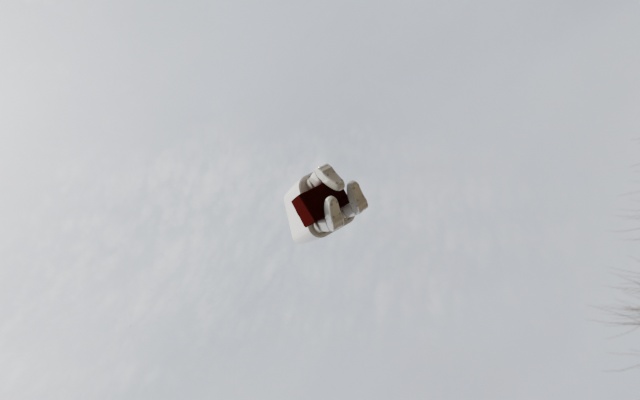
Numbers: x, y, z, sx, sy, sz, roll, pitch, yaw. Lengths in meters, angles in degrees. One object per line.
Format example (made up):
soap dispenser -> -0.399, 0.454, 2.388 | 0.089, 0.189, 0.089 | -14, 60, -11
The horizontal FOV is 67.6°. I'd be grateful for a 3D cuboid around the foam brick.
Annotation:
foam brick -> 0.000, 0.003, 0.797 | 0.078, 0.053, 0.051 | -27, -2, -26
